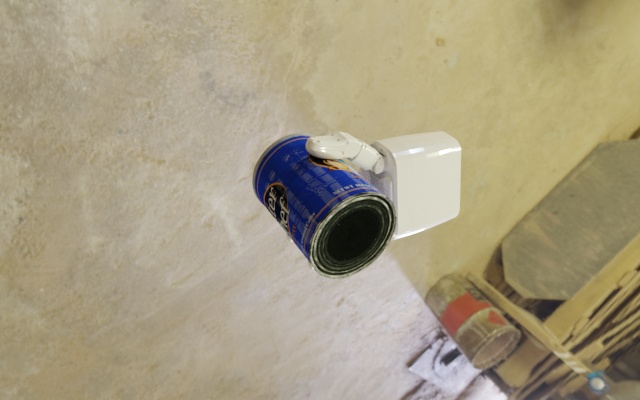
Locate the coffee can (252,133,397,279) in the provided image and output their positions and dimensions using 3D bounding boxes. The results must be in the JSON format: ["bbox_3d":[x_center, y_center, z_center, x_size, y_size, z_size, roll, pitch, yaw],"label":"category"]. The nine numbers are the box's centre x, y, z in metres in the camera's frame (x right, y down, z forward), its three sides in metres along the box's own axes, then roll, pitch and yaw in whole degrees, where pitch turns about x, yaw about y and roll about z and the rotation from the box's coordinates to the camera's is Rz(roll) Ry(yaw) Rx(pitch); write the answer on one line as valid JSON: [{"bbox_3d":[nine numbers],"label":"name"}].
[{"bbox_3d":[0.000,0.002,0.519,0.103,0.103,0.140,0,30,-35],"label":"coffee can"}]
